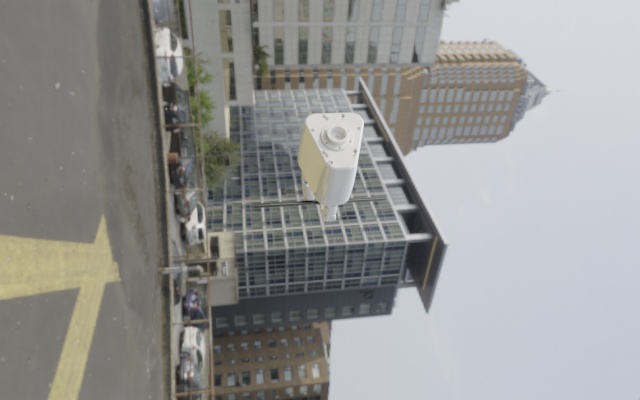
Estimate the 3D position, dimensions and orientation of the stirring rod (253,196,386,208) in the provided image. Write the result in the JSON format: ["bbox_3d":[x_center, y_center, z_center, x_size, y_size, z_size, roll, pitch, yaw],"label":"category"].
[{"bbox_3d":[0.000,0.003,0.858,0.239,0.011,0.011,-3,0,-8],"label":"stirring rod"}]
